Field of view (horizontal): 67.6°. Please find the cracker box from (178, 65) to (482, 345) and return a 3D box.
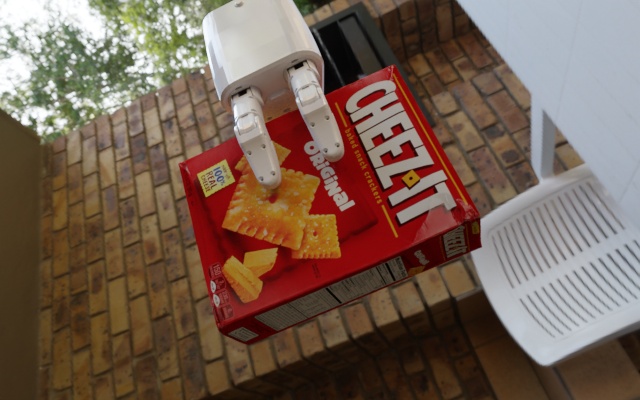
[{"bbox_3d":[0.000,0.001,0.405,0.214,0.164,0.072,-24,-29,6],"label":"cracker box"}]
